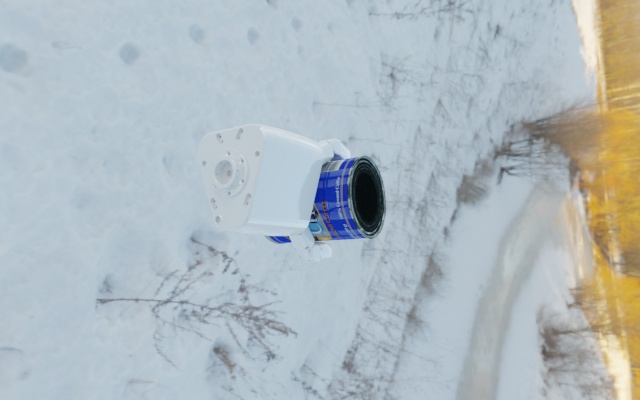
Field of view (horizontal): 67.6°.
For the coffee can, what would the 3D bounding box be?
[{"bbox_3d":[0.000,0.002,0.618,0.140,0.103,0.103,-6,-3,31],"label":"coffee can"}]
